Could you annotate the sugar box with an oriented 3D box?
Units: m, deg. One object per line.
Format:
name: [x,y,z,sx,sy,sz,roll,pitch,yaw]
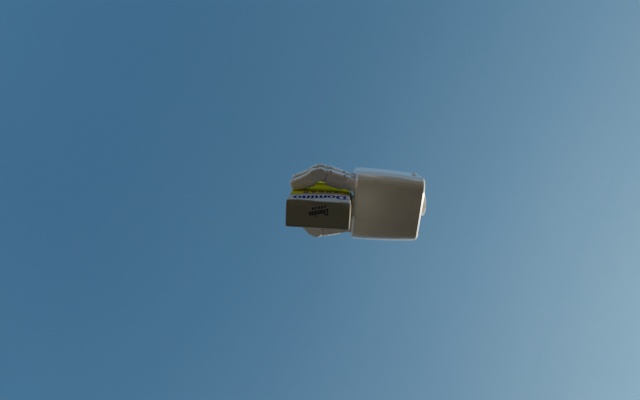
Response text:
sugar box: [0.000,0.002,0.750,0.093,0.048,0.176,3,9,1]
